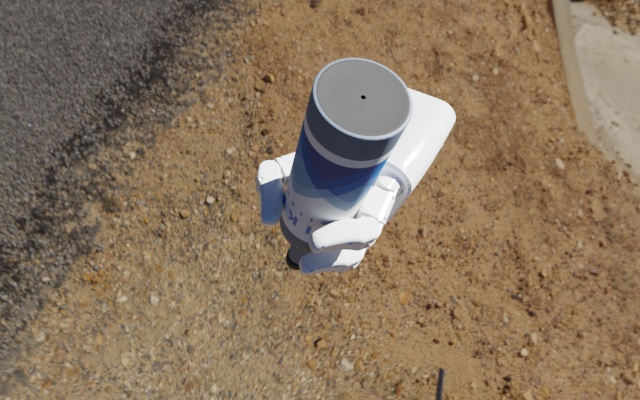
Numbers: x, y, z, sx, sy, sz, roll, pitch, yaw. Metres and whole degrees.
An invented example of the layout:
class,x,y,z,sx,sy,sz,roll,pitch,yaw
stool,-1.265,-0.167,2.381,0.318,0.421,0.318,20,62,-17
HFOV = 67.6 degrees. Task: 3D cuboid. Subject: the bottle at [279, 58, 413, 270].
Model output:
class,x,y,z,sx,sy,sz,roll,pitch,yaw
bottle,0.000,0.001,0.431,0.069,0.069,0.296,0,-27,-12
